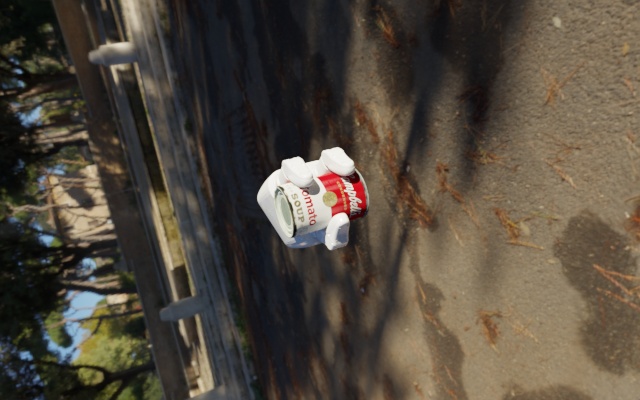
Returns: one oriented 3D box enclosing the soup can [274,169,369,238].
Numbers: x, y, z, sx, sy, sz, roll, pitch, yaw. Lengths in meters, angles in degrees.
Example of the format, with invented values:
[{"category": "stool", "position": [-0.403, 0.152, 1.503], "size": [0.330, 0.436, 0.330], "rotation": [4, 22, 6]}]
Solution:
[{"category": "soup can", "position": [0.000, 0.002, 0.597], "size": [0.102, 0.068, 0.068], "rotation": [-15, 5, -20]}]
